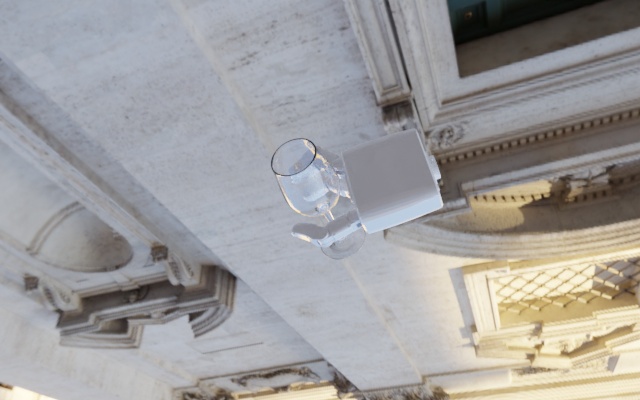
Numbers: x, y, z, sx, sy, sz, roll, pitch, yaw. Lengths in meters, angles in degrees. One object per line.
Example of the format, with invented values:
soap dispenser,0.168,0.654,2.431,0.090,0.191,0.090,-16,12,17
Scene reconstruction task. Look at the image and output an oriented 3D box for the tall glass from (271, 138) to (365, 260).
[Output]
tall glass,0.000,0.003,0.666,0.079,0.079,0.201,0,-34,25
